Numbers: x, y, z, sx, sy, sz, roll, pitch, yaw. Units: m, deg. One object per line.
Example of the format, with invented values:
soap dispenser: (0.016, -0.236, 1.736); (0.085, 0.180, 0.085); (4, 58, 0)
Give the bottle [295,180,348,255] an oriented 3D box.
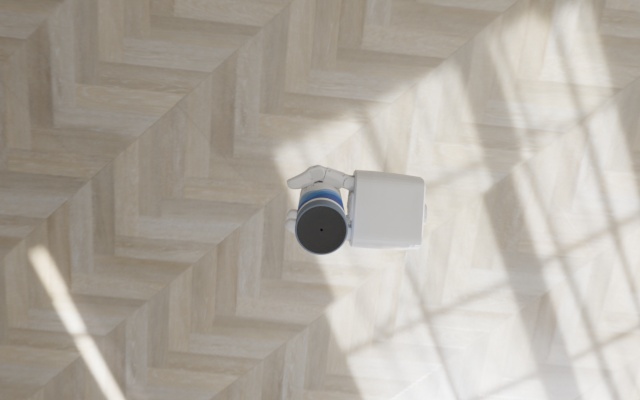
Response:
bottle: (0.000, 0.002, 0.733); (0.069, 0.069, 0.295); (0, 13, 0)
